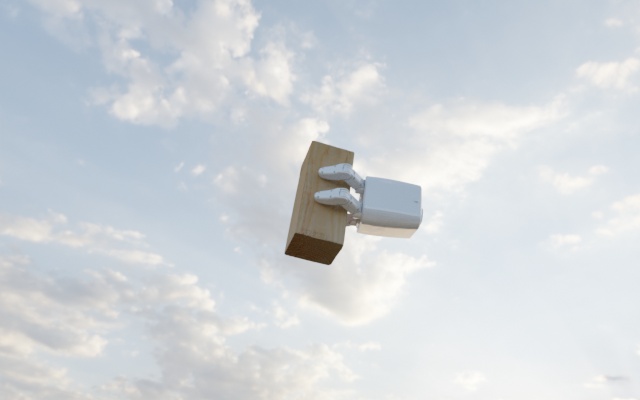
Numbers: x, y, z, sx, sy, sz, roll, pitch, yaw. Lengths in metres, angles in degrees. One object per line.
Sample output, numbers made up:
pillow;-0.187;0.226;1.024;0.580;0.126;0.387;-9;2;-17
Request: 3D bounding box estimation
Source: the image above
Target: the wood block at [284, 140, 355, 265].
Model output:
wood block;0.000;0.003;0.892;0.090;0.206;0.091;15;-35;-8
